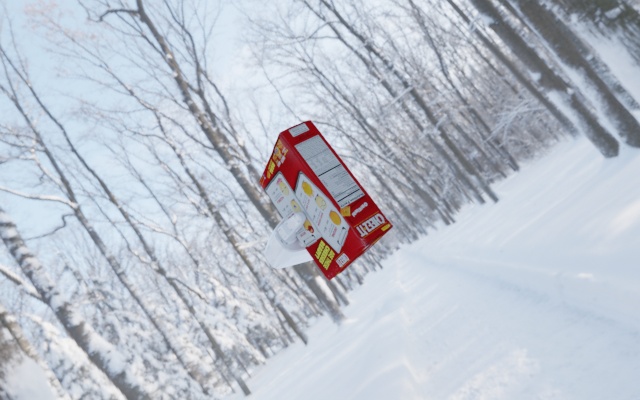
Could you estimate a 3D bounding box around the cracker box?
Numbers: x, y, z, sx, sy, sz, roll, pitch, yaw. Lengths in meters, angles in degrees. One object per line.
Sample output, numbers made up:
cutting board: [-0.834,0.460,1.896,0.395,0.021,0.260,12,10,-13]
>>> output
cracker box: [0.000,0.002,0.768,0.072,0.213,0.164,-31,-13,-30]
